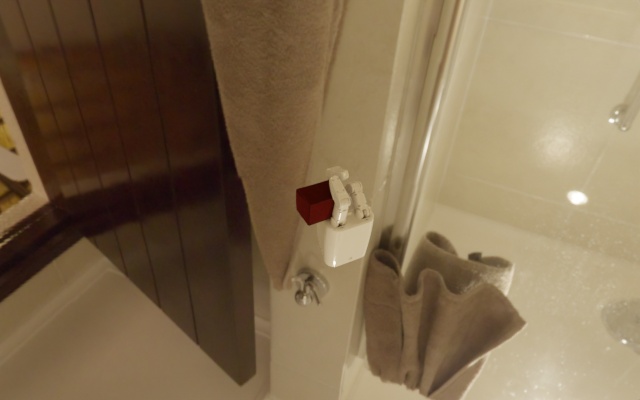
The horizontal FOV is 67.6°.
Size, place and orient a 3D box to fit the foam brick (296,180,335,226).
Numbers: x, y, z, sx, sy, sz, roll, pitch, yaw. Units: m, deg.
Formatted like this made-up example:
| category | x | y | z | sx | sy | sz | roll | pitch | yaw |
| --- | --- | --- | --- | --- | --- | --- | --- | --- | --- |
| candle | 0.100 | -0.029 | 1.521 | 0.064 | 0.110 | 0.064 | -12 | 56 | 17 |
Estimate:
| category | x | y | z | sx | sy | sz | roll | pitch | yaw |
| --- | --- | --- | --- | --- | --- | --- | --- | --- | --- |
| foam brick | 0.000 | 0.003 | 0.877 | 0.078 | 0.051 | 0.053 | -17 | 45 | -24 |
